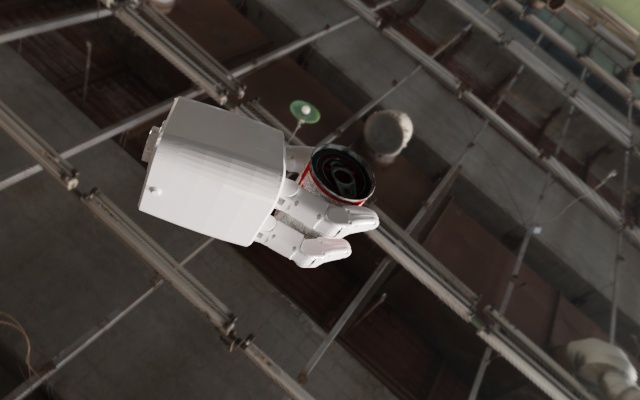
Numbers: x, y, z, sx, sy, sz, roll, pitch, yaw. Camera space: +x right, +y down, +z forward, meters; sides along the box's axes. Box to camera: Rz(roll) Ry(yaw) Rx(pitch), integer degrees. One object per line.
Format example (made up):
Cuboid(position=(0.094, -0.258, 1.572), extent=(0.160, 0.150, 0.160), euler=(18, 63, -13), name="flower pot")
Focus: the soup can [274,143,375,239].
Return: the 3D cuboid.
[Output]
Cuboid(position=(0.000, 0.002, 0.480), extent=(0.068, 0.068, 0.102), euler=(0, -35, -32), name="soup can")
